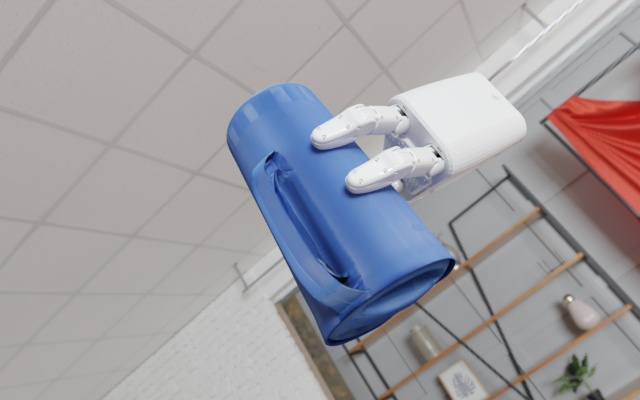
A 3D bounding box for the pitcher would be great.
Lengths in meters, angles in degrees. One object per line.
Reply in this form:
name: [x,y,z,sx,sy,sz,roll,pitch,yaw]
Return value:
pitcher: [0.000,0.001,0.451,0.145,0.242,0.149,-24,-27,-20]
